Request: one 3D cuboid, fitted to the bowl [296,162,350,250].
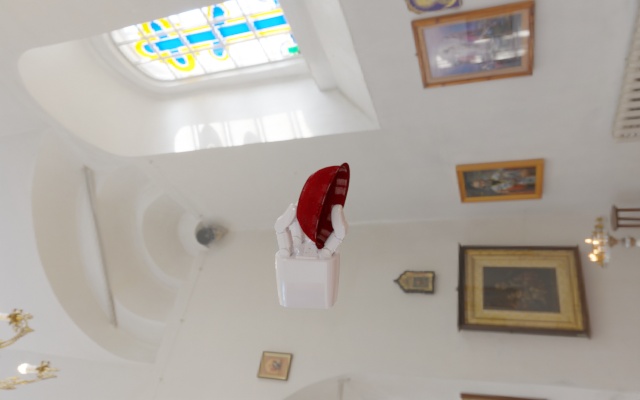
[{"bbox_3d":[0.000,0.001,0.854,0.055,0.162,0.162,18,5,15],"label":"bowl"}]
